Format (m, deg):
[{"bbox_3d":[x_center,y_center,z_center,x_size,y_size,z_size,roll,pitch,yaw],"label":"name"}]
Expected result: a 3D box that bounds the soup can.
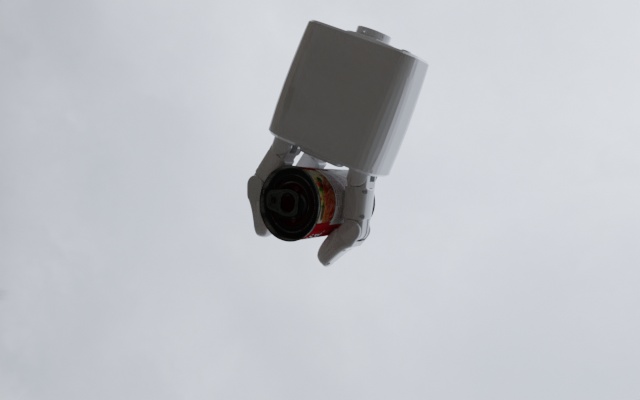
[{"bbox_3d":[0.000,0.002,0.461,0.068,0.068,0.102,0,1,35],"label":"soup can"}]
